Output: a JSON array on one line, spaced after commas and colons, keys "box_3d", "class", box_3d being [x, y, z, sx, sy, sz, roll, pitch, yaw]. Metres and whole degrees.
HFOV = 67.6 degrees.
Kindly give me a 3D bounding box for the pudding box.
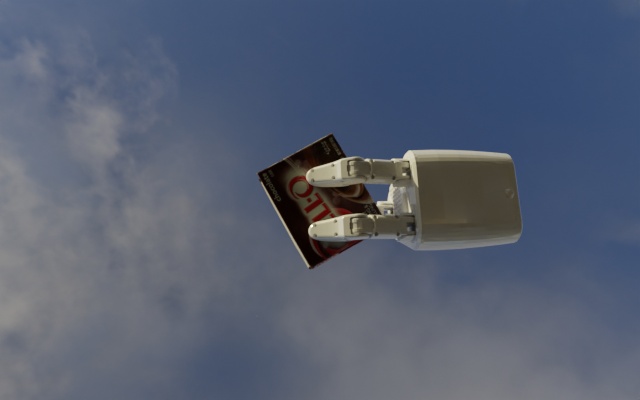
[{"box_3d": [0.000, 0.002, 0.494, 0.090, 0.113, 0.039, -29, -9, -11], "class": "pudding box"}]
